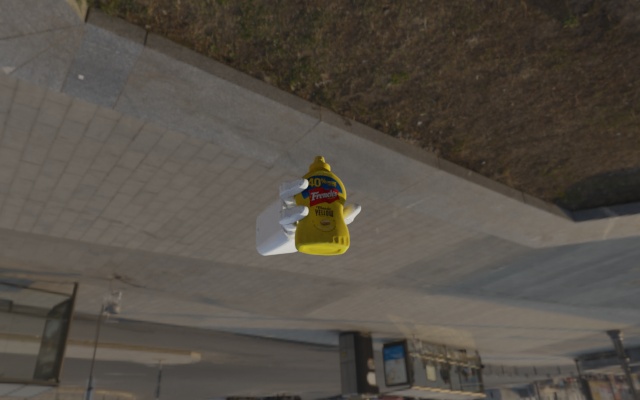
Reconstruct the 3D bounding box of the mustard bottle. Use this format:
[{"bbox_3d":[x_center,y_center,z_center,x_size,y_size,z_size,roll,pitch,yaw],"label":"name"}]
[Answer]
[{"bbox_3d":[0.000,0.003,0.886,0.096,0.191,0.058,4,-28,-12],"label":"mustard bottle"}]
